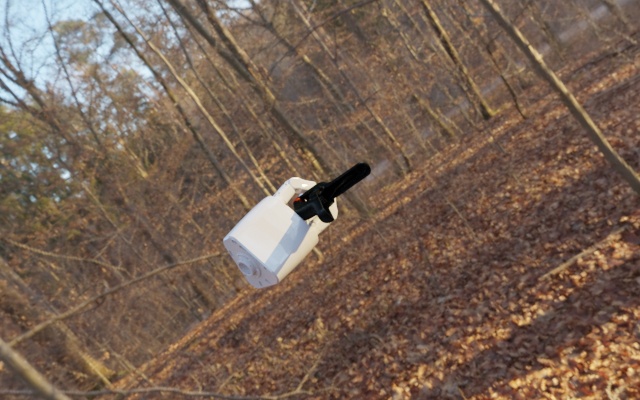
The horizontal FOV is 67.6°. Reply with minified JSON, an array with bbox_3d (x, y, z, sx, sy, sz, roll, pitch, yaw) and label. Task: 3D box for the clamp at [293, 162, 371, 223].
[{"bbox_3d":[0.000,0.002,0.766,0.120,0.039,0.171,-47,12,-36],"label":"clamp"}]
